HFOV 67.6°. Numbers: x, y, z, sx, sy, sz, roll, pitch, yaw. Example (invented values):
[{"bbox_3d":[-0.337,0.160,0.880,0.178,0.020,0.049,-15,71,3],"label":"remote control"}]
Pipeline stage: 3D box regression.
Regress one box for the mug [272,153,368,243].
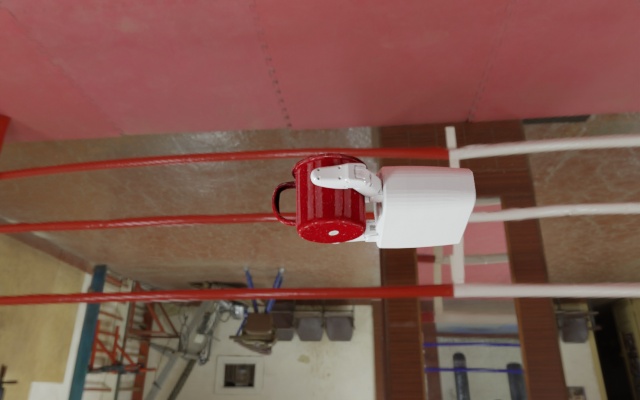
[{"bbox_3d":[-0.001,0.002,0.568,0.117,0.081,0.093,-2,-23,2],"label":"mug"}]
